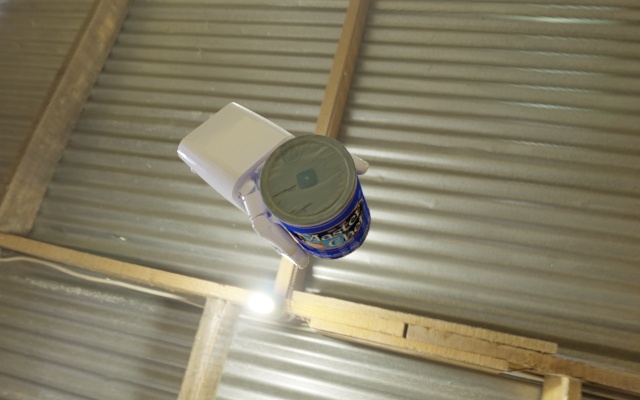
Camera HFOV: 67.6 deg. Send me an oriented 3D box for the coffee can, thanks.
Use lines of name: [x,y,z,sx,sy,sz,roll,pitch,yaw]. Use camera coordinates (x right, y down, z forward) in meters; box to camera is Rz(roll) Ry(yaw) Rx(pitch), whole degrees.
coffee can: [0.000,0.002,0.552,0.103,0.102,0.140,0,-21,13]
